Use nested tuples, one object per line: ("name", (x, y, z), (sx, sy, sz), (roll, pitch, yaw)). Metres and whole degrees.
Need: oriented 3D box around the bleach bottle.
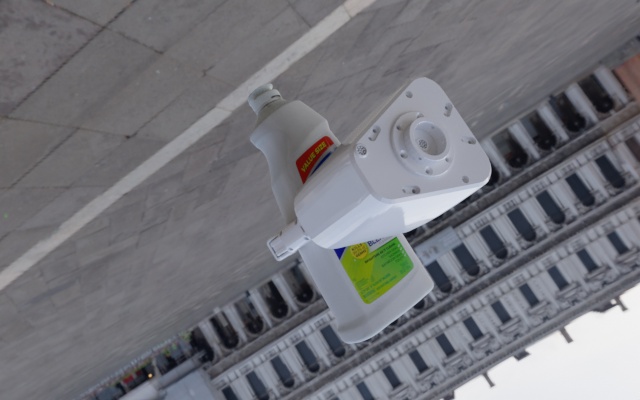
("bleach bottle", (0.000, 0.002, 0.459), (0.102, 0.251, 0.068), (-30, -6, -27))
